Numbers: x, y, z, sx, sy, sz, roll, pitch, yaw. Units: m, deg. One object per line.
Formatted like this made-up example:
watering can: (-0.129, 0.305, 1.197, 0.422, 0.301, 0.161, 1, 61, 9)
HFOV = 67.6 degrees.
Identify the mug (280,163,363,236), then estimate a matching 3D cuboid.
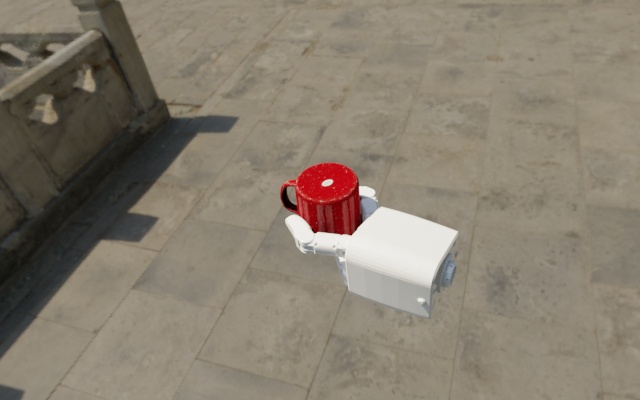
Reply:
mug: (-0.001, 0.001, 0.628, 0.117, 0.082, 0.093, 15, 46, 23)
